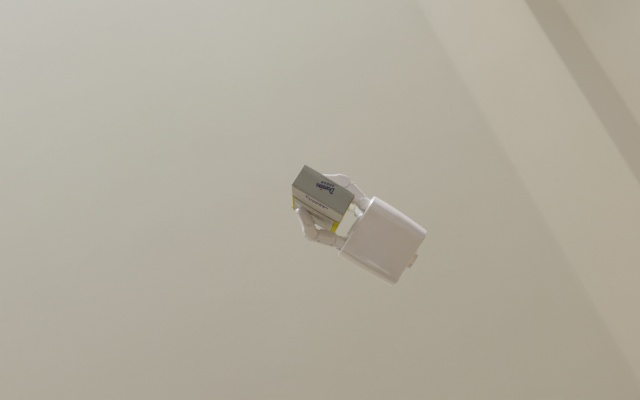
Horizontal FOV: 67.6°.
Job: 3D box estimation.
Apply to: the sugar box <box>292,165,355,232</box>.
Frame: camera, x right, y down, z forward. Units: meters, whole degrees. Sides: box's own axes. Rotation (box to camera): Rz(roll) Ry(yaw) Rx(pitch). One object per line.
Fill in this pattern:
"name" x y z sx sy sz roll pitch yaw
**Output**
"sugar box" 0.001 0.002 0.795 0.093 0.048 0.176 31 -15 3
